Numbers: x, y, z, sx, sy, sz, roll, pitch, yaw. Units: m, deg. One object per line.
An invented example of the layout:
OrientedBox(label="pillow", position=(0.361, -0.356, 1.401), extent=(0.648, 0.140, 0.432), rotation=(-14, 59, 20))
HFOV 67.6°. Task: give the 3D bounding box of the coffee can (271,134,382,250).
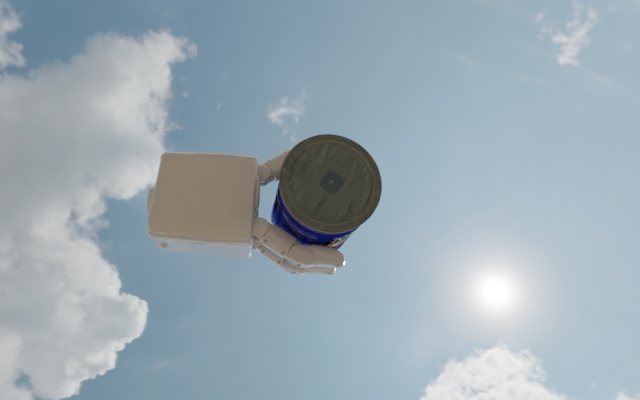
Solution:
OrientedBox(label="coffee can", position=(0.000, 0.002, 0.533), extent=(0.103, 0.102, 0.140), rotation=(0, -17, -9))
